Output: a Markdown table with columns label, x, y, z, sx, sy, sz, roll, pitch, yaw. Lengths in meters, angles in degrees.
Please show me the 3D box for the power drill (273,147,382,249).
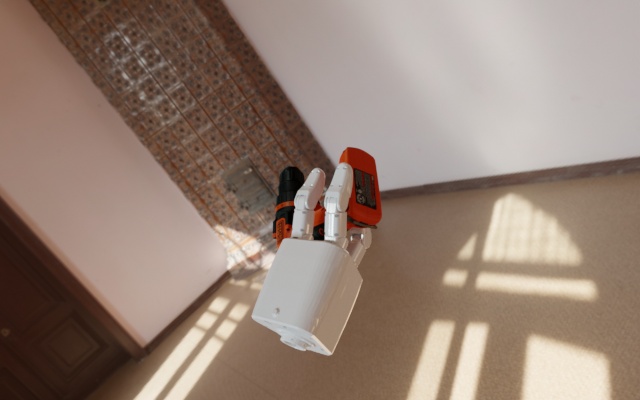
| label | x | y | z | sx | sy | sz | roll | pitch | yaw |
| --- | --- | --- | --- | --- | --- | --- | --- | --- | --- |
| power drill | 0.000 | 0.002 | 0.669 | 0.057 | 0.184 | 0.188 | 15 | -33 | -33 |
